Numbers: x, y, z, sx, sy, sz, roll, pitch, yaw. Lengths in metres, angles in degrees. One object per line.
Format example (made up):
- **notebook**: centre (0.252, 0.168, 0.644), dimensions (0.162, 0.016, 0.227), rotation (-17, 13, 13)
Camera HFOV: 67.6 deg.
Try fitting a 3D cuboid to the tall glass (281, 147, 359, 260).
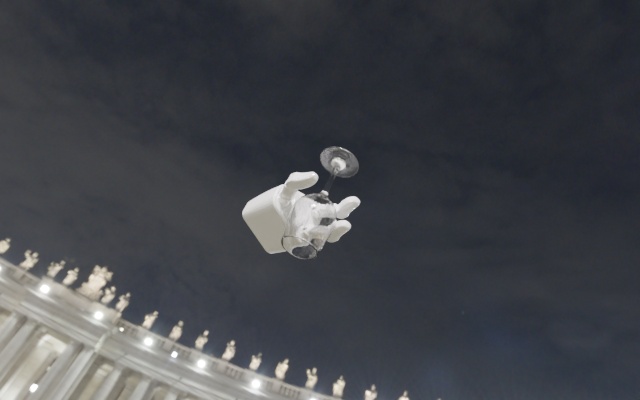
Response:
- **tall glass**: centre (0.000, 0.002, 0.808), dimensions (0.079, 0.201, 0.079), rotation (16, -38, 13)
